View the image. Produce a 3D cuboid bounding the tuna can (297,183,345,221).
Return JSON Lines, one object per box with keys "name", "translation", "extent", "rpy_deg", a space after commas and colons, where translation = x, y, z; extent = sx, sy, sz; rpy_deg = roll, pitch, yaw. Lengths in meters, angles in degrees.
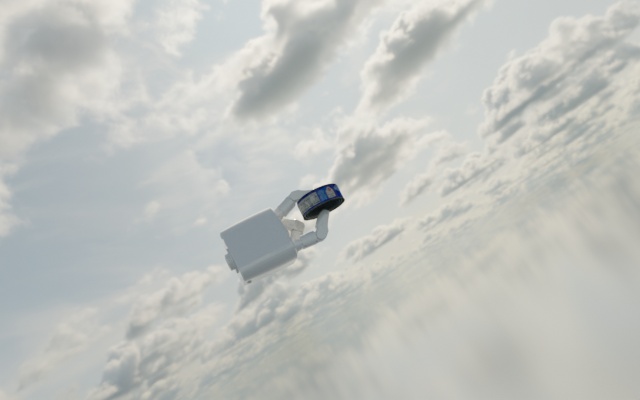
{"name": "tuna can", "translation": [0.000, 0.002, 0.890], "extent": [0.086, 0.033, 0.086], "rpy_deg": [-25, -15, -7]}
